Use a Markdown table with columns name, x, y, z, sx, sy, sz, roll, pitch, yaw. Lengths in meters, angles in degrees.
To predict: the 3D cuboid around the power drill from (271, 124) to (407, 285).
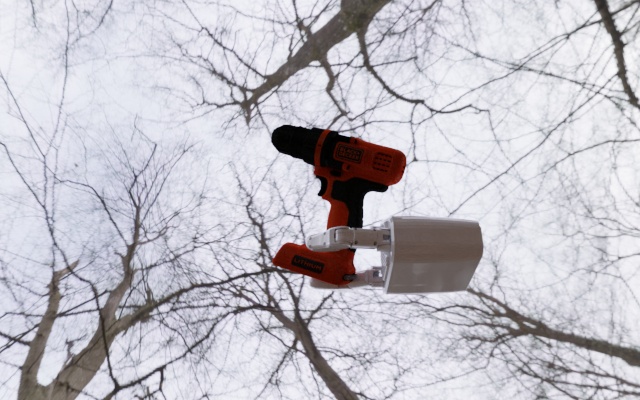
| name | x | y | z | sx | sy | sz | roll | pitch | yaw |
| --- | --- | --- | --- | --- | --- | --- | --- | --- | --- |
| power drill | 0.000 | 0.003 | 0.613 | 0.184 | 0.187 | 0.057 | 16 | 1 | 20 |
